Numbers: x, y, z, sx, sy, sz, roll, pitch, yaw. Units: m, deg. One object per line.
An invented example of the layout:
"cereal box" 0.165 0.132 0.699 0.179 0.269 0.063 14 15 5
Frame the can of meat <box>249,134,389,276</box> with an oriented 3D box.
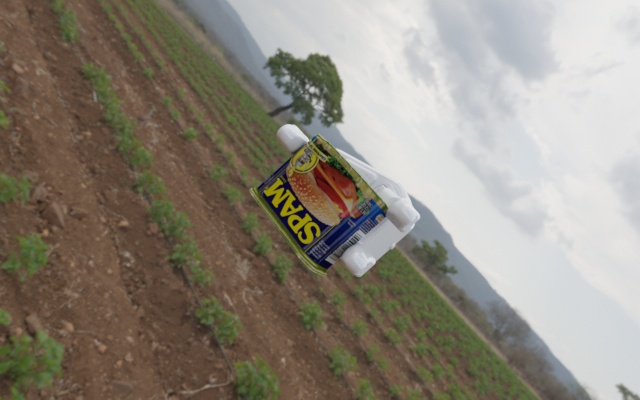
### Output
"can of meat" 0.000 0.001 0.429 0.084 0.102 0.057 -42 -27 4
